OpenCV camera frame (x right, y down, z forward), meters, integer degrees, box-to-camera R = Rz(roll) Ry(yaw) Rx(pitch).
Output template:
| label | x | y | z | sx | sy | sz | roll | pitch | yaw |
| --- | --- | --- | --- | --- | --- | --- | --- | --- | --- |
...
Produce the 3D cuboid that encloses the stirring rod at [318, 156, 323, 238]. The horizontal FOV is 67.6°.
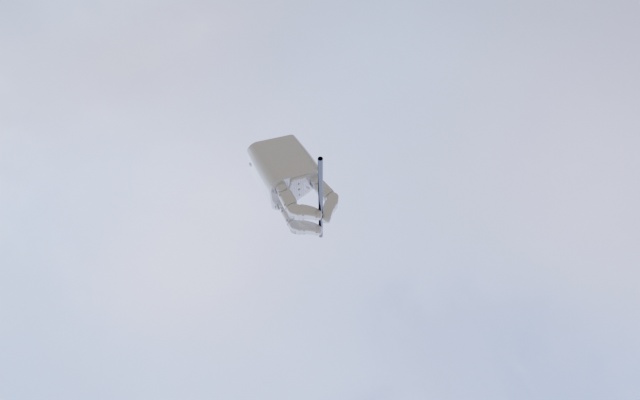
| label | x | y | z | sx | sy | sz | roll | pitch | yaw |
| --- | --- | --- | --- | --- | --- | --- | --- | --- | --- |
| stirring rod | 0.000 | 0.003 | 0.804 | 0.011 | 0.011 | 0.240 | 0 | -32 | 0 |
